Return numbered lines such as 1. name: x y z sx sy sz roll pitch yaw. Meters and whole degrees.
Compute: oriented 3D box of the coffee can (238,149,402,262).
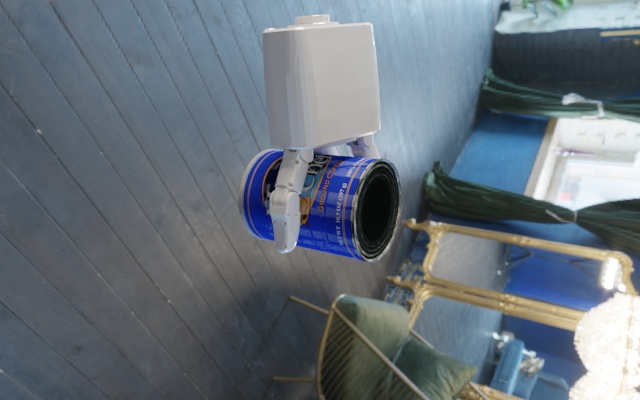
1. coffee can: 0.000 0.002 0.501 0.140 0.103 0.103 8 5 33
